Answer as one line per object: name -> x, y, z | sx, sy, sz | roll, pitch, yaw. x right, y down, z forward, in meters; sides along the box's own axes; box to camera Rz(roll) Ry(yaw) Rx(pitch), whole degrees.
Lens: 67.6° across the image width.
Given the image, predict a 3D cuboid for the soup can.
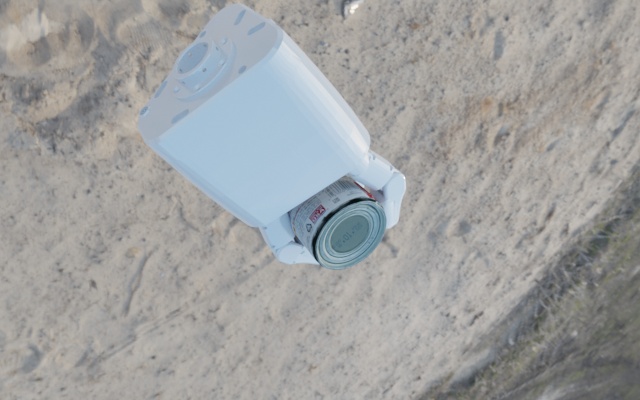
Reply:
soup can -> 0.000, 0.002, 0.400 | 0.068, 0.068, 0.102 | 0, 31, -34
